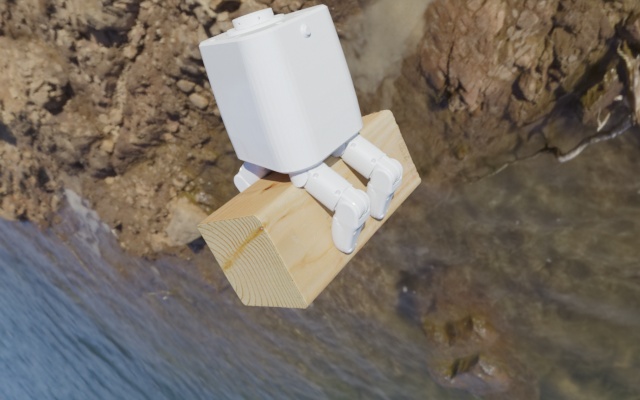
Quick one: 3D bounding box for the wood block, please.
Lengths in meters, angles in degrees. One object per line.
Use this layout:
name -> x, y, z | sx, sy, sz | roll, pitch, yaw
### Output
wood block -> 0.000, 0.001, 0.460 | 0.091, 0.090, 0.206 | -9, 24, 46
